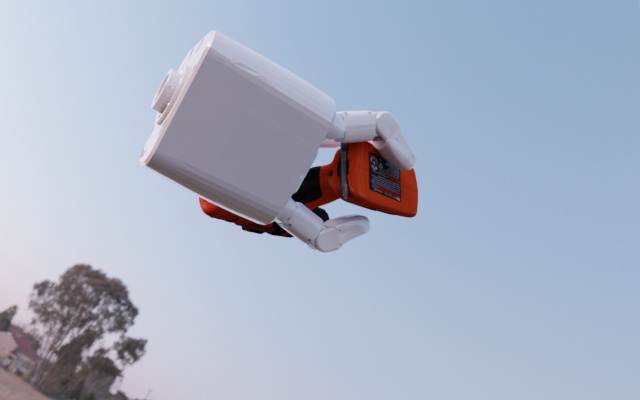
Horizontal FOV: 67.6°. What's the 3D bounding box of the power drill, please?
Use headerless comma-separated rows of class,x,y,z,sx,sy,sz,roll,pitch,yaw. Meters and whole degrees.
power drill,0.000,0.001,0.488,0.188,0.057,0.184,-14,-19,37
